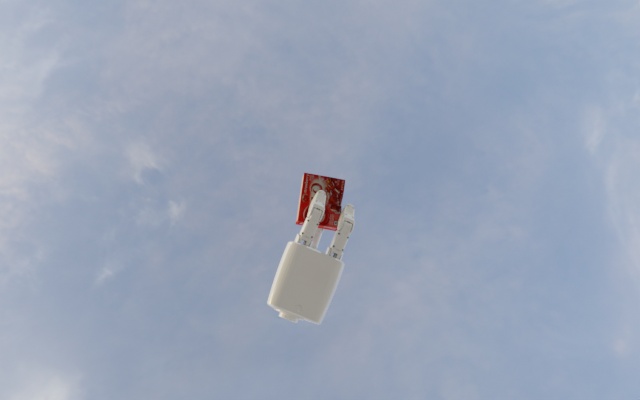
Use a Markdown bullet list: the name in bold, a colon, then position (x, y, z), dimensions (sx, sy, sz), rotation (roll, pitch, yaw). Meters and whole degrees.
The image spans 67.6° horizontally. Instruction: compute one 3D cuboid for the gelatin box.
- **gelatin box**: position (0.000, 0.002, 0.816), dimensions (0.073, 0.089, 0.030), rotation (10, -15, -7)
